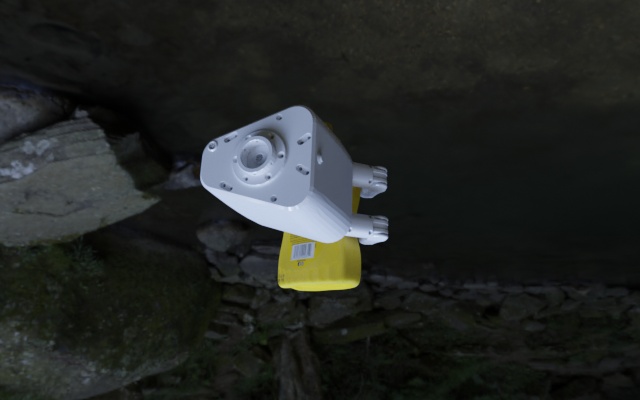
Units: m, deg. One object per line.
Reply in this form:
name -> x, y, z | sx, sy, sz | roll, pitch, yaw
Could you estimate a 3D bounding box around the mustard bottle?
mustard bottle -> 0.000, 0.002, 0.535 | 0.096, 0.191, 0.058 | -13, -23, 41
